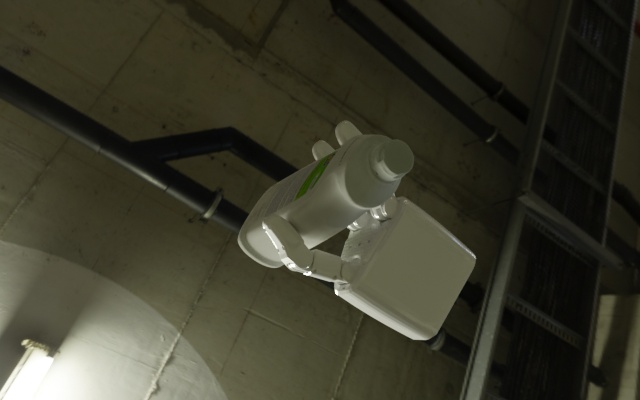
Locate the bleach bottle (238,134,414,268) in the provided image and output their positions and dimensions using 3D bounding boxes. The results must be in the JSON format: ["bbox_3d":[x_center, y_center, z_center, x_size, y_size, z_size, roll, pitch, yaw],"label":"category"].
[{"bbox_3d":[0.000,0.001,0.469,0.068,0.102,0.251,36,-26,-15],"label":"bleach bottle"}]
